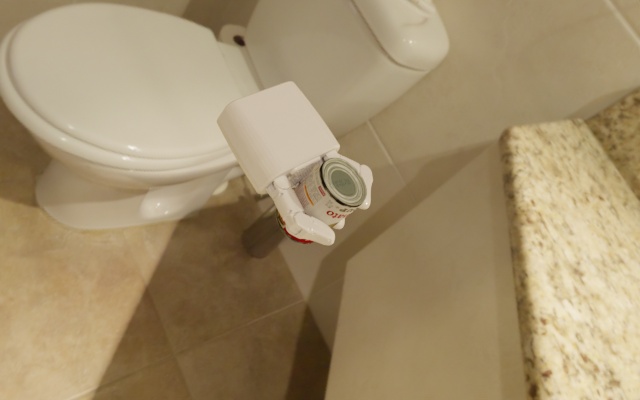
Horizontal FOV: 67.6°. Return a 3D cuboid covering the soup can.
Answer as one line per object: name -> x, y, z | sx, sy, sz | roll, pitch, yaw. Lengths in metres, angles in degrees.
soup can -> 0.000, 0.002, 0.582 | 0.068, 0.068, 0.102 | 0, -29, -40
